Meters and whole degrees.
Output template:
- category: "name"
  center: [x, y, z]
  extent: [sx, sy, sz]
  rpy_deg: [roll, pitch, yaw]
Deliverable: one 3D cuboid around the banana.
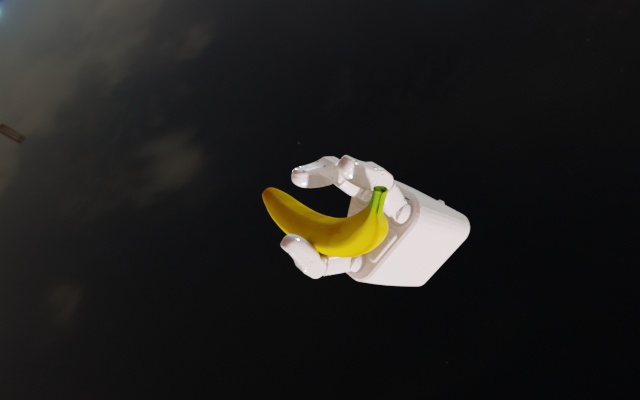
- category: "banana"
  center: [0.003, 0.020, 0.475]
  extent: [0.037, 0.069, 0.198]
  rpy_deg: [-6, 4, -38]
